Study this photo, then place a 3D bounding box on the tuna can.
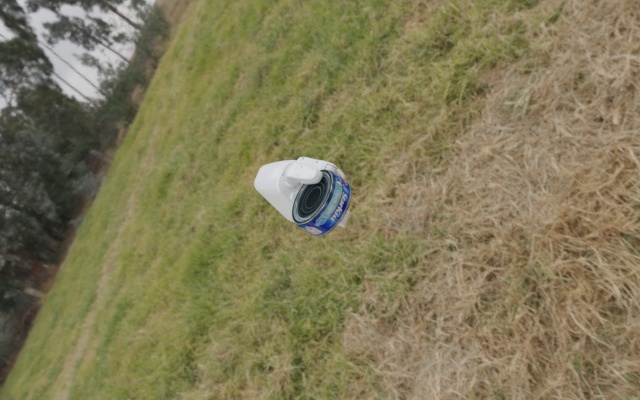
[{"bbox_3d":[0.000,0.002,0.632,0.034,0.086,0.086,31,-16,-29],"label":"tuna can"}]
